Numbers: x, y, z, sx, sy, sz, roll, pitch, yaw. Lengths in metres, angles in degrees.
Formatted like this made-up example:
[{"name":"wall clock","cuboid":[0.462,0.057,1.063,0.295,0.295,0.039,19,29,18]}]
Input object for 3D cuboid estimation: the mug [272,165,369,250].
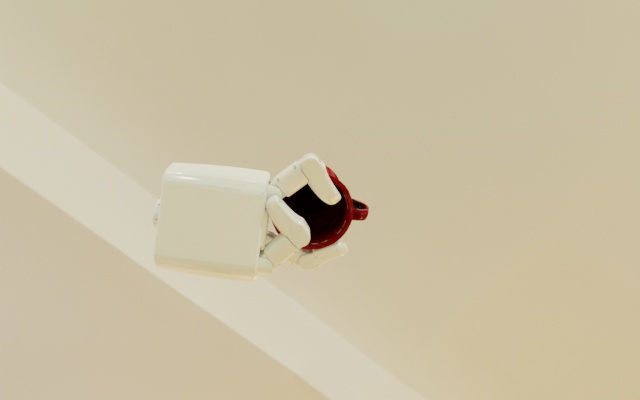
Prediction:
[{"name":"mug","cuboid":[0.002,0.002,0.571,0.117,0.093,0.081,7,17,-6]}]
